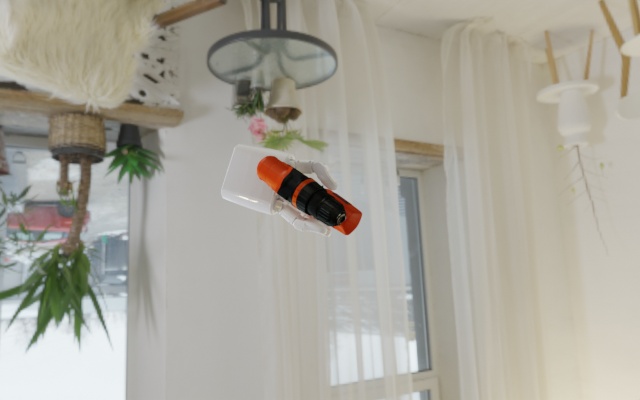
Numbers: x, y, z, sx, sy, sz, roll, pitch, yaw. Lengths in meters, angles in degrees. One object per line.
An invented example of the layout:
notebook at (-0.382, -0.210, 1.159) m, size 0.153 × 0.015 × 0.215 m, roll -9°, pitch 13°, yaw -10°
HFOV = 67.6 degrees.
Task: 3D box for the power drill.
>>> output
power drill at (0.000, 0.003, 0.804) m, size 0.184 × 0.057 × 0.188 m, roll 37°, pitch 2°, yaw 32°
